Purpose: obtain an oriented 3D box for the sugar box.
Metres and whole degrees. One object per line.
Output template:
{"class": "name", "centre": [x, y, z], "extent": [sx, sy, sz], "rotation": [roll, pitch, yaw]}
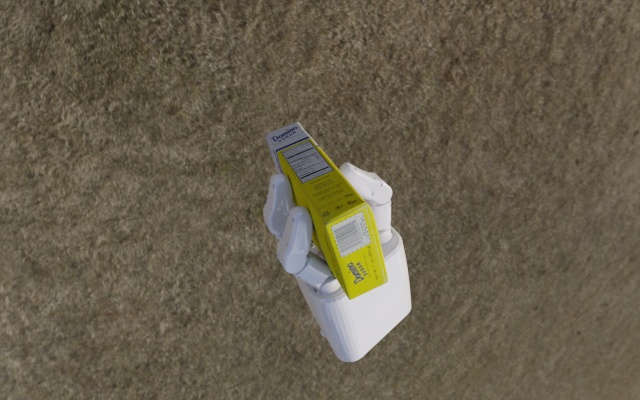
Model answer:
{"class": "sugar box", "centre": [0.000, 0.002, 0.458], "extent": [0.048, 0.093, 0.176], "rotation": [-25, 36, -11]}
